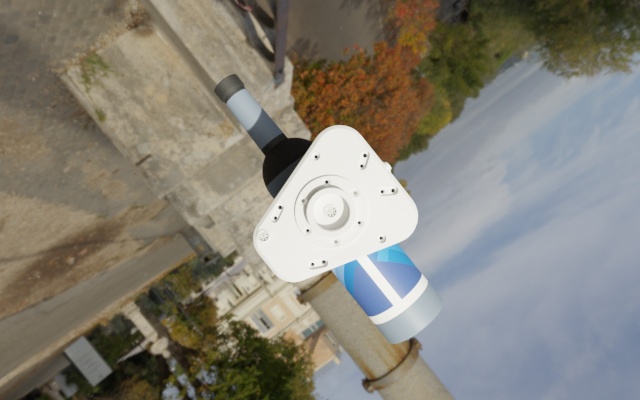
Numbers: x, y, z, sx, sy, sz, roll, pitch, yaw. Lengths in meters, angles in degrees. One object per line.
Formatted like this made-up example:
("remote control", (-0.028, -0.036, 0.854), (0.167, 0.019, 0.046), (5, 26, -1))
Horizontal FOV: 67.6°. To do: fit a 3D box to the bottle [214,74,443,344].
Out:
("bottle", (0.000, 0.002, 0.462), (0.069, 0.296, 0.069), (-39, 1, 0))
